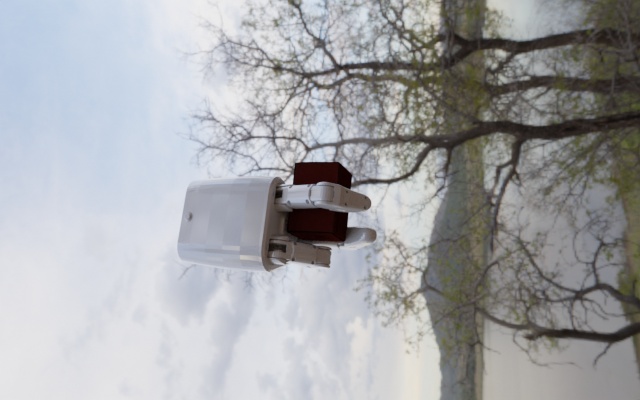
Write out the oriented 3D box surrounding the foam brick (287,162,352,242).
[{"bbox_3d":[0.000,0.001,0.513,0.051,0.078,0.053,1,-14,20],"label":"foam brick"}]
